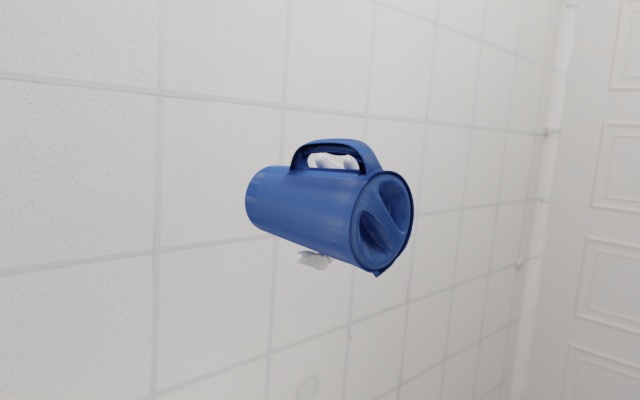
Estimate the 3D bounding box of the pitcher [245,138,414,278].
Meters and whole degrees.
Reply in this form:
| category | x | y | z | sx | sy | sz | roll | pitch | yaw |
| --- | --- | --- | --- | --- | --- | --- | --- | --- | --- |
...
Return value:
| category | x | y | z | sx | sy | sz | roll | pitch | yaw |
| --- | --- | --- | --- | --- | --- | --- | --- | --- | --- |
| pitcher | 0.000 | 0.002 | 0.685 | 0.243 | 0.149 | 0.145 | 11 | -15 | 44 |
